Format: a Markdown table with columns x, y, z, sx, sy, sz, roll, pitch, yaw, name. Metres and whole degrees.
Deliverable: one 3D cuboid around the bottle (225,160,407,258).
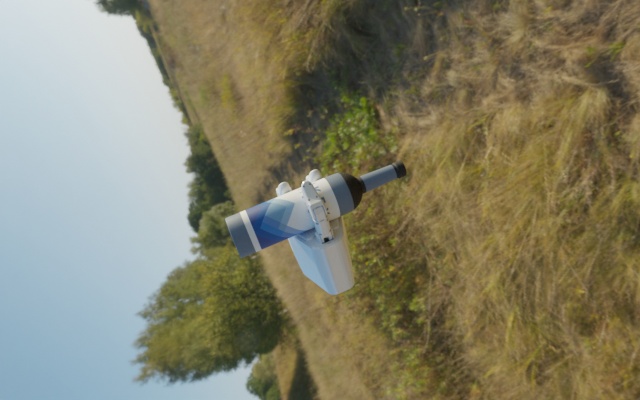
| x | y | z | sx | sy | sz | roll | pitch | yaw | name |
| --- | --- | --- | --- | --- | --- | --- | --- | --- | --- |
| 0.000 | 0.003 | 0.757 | 0.295 | 0.069 | 0.069 | -23 | 4 | -9 | bottle |
